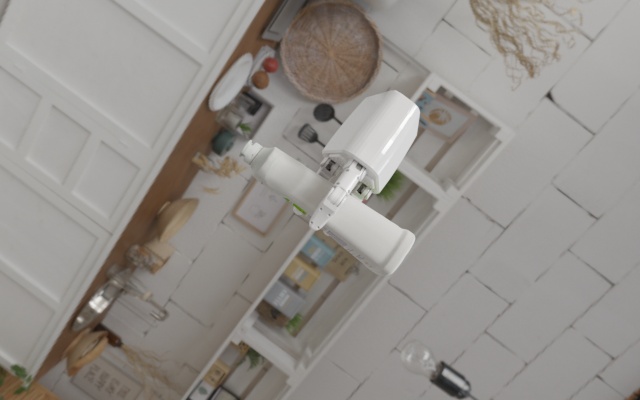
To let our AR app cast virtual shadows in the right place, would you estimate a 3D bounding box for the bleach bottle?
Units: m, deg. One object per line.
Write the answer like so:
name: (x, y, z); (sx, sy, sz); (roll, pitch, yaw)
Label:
bleach bottle: (0.000, 0.002, 0.642); (0.251, 0.068, 0.102); (36, -10, -2)
